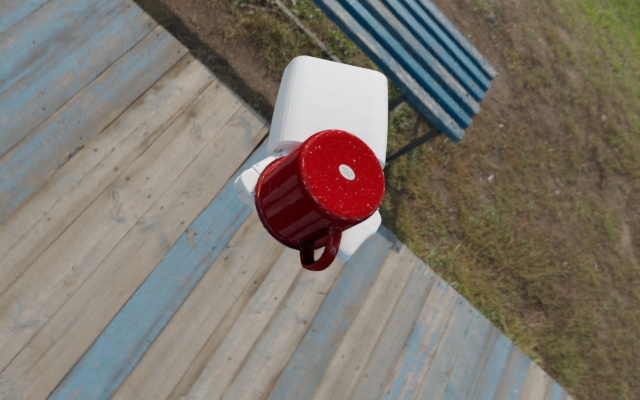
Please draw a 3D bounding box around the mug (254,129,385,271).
[{"bbox_3d":[0.000,0.003,0.406,0.093,0.117,0.081,14,-23,-25],"label":"mug"}]
